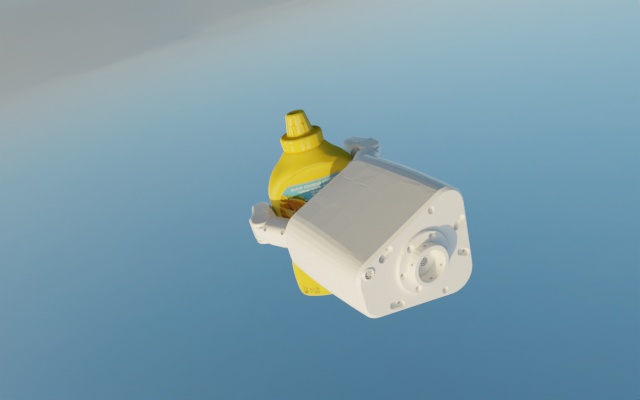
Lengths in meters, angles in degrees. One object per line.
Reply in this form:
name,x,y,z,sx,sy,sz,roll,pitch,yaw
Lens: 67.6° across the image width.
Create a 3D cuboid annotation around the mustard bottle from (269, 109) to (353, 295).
mustard bottle,0.000,0.002,0.485,0.096,0.192,0.058,-16,25,0
